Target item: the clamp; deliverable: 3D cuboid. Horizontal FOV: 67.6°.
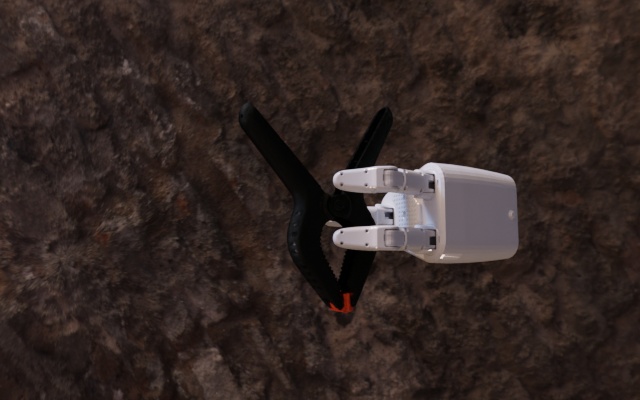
[{"bbox_3d":[0.000,0.002,0.463,0.164,0.210,0.036,3,-7,-24],"label":"clamp"}]
